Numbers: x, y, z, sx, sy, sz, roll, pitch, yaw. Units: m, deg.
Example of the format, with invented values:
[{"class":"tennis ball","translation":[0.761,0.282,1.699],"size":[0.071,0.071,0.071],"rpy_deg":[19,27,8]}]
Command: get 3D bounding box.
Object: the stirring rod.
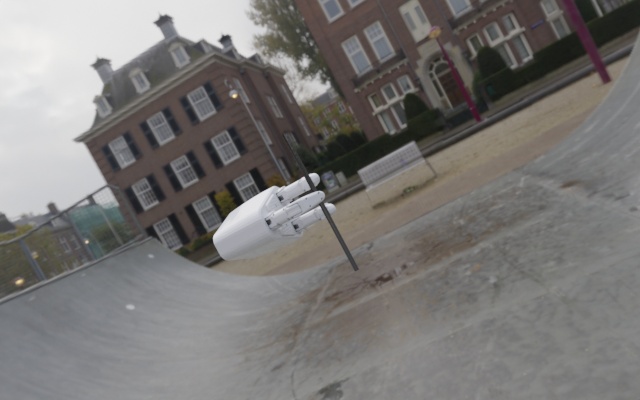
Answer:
[{"class":"stirring rod","translation":[0.000,0.003,0.738],"size":[0.011,0.239,0.011],"rpy_deg":[-28,2,1]}]
